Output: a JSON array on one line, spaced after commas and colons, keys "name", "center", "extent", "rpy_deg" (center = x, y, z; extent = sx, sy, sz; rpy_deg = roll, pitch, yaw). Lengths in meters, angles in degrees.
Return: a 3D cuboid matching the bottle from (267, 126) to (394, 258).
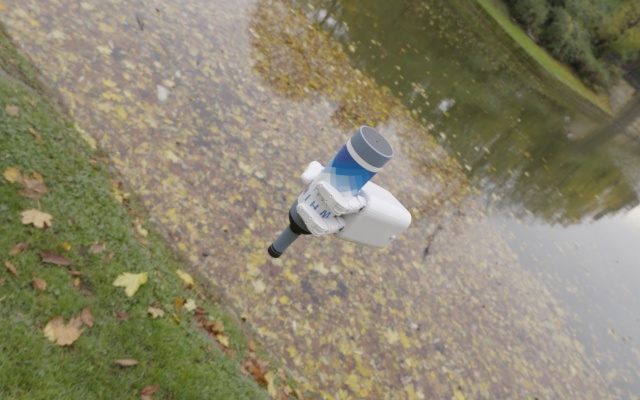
[{"name": "bottle", "center": [0.000, 0.002, 0.799], "extent": [0.069, 0.069, 0.296], "rpy_deg": [0, -39, -49]}]
